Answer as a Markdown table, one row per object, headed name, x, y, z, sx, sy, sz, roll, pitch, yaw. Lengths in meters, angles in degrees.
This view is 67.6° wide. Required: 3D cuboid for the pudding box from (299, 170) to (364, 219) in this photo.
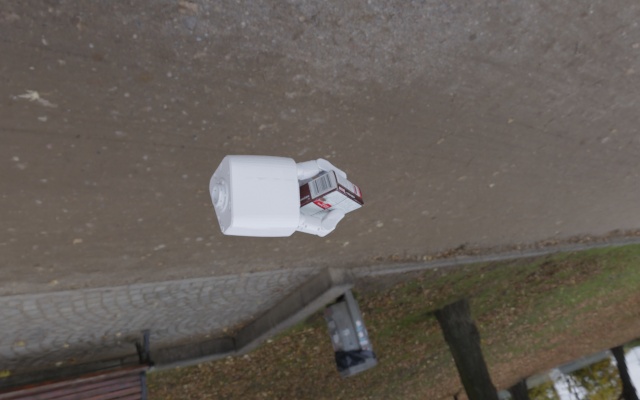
| name | x | y | z | sx | sy | sz | roll | pitch | yaw |
| --- | --- | --- | --- | --- | --- | --- | --- | --- | --- |
| pudding box | 0.000 | 0.003 | 0.776 | 0.113 | 0.039 | 0.090 | -24 | -28 | 24 |
